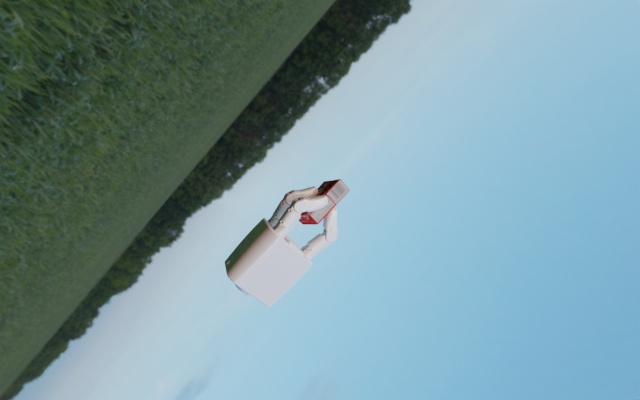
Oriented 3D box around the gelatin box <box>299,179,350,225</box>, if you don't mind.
[{"bbox_3d":[0.001,0.003,0.835,0.089,0.030,0.073,-46,14,-16],"label":"gelatin box"}]
